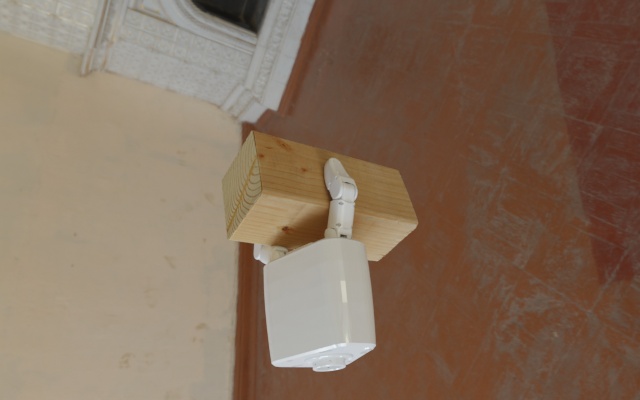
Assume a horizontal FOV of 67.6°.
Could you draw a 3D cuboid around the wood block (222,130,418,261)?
[{"bbox_3d":[0.000,0.002,0.565,0.206,0.090,0.091,12,-43,-31],"label":"wood block"}]
